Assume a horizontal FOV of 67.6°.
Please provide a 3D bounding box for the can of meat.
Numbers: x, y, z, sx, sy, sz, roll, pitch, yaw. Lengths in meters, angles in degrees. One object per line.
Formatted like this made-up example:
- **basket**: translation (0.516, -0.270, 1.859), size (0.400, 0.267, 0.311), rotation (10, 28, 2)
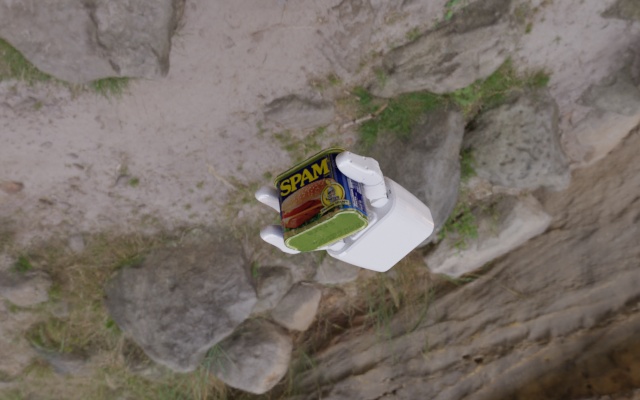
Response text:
- **can of meat**: translation (0.000, 0.002, 0.537), size (0.102, 0.084, 0.057), rotation (-27, -34, 26)
